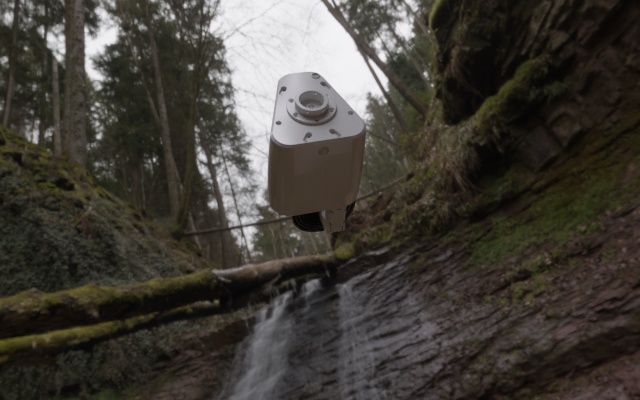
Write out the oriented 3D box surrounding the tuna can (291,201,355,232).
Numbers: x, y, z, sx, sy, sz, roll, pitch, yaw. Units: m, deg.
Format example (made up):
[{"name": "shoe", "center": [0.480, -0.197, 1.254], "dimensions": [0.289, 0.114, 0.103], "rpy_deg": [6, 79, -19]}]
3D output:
[{"name": "tuna can", "center": [0.000, 0.002, 0.627], "dimensions": [0.086, 0.033, 0.086], "rpy_deg": [-14, -38, -11]}]
